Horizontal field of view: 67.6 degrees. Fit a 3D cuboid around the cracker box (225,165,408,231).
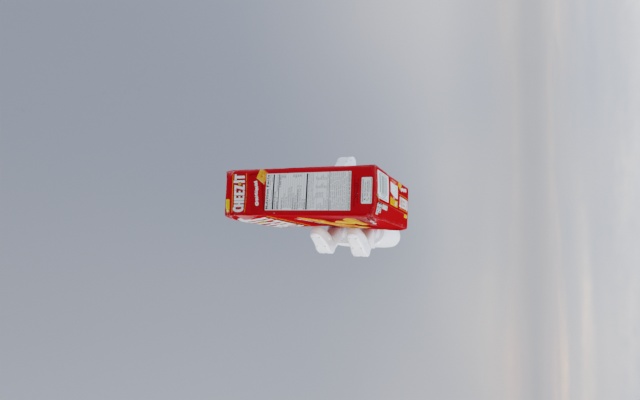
[{"bbox_3d":[0.000,0.002,0.671,0.213,0.072,0.164,-1,-9,24],"label":"cracker box"}]
